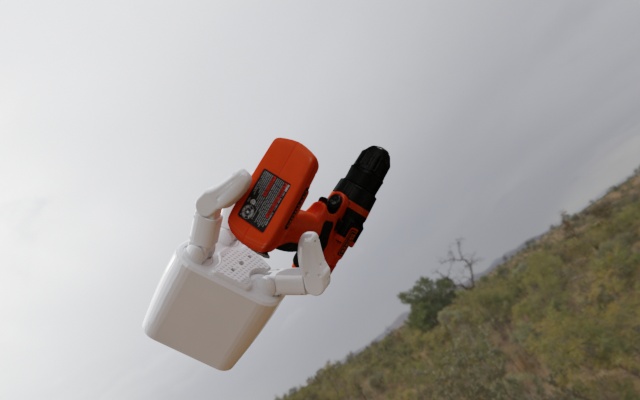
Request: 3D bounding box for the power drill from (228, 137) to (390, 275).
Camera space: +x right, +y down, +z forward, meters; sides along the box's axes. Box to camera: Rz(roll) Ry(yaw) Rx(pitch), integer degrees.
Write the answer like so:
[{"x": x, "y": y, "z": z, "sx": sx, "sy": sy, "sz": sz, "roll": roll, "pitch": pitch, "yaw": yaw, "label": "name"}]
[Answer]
[{"x": 0.000, "y": 0.002, "z": 0.505, "sx": 0.057, "sy": 0.184, "sz": 0.188, "roll": 29, "pitch": 0, "yaw": 30, "label": "power drill"}]
